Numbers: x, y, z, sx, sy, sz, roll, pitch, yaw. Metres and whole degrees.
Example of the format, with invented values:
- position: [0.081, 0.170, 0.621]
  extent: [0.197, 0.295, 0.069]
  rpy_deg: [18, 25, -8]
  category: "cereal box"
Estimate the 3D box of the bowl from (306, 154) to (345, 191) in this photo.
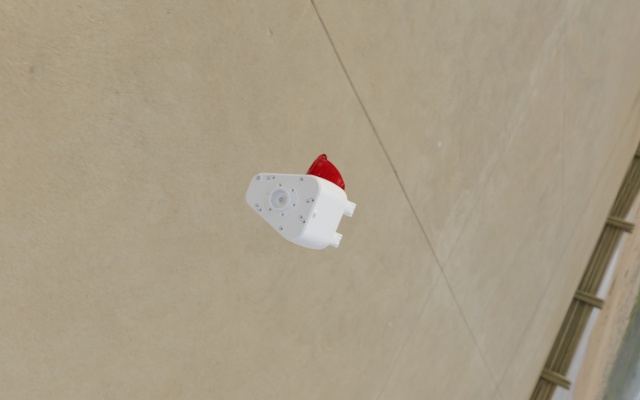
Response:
- position: [0.001, 0.003, 0.835]
  extent: [0.055, 0.162, 0.162]
  rpy_deg: [23, 4, 10]
  category: "bowl"
